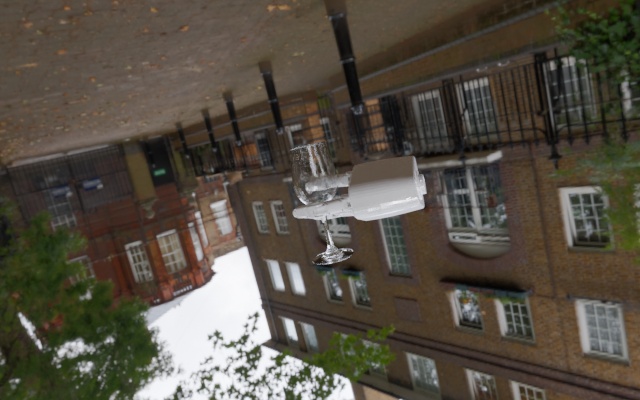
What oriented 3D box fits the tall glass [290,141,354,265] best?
[{"bbox_3d":[0.000,0.003,0.819,0.079,0.201,0.079,-13,9,2],"label":"tall glass"}]
